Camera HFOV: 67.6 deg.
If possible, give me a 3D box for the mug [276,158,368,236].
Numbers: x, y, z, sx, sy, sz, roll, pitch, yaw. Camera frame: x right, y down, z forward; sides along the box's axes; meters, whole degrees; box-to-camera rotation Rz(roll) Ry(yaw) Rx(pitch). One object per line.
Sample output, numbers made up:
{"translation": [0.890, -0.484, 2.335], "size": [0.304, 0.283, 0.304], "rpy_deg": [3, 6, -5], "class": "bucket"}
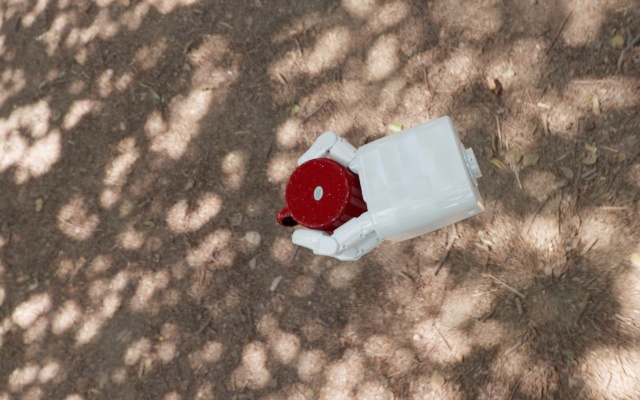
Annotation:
{"translation": [-0.001, 0.002, 0.565], "size": [0.117, 0.093, 0.081], "rpy_deg": [-22, -18, 19], "class": "mug"}
